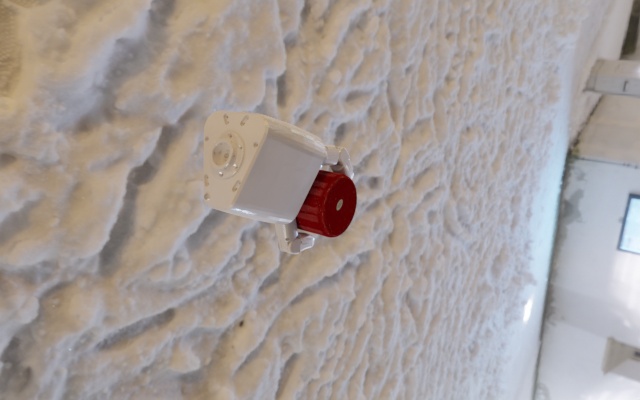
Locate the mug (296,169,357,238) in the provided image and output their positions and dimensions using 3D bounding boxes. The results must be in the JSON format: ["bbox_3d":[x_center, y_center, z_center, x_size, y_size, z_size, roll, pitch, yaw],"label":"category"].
[{"bbox_3d":[0.001,0.002,0.628,0.081,0.093,0.117,13,0,35],"label":"mug"}]
